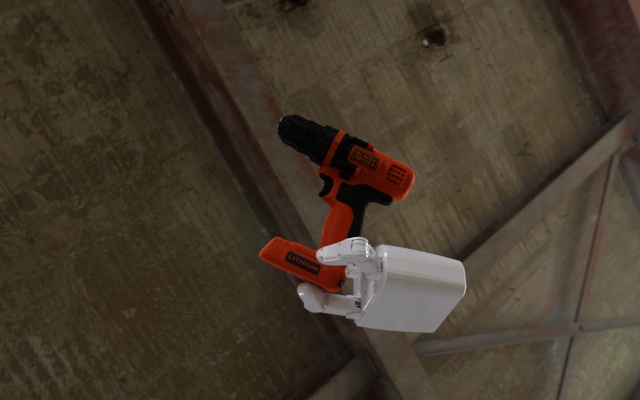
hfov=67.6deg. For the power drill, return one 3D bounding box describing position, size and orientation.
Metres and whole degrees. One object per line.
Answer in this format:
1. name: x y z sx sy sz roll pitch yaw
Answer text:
1. power drill: 0.000 0.002 0.583 0.184 0.187 0.057 26 -10 5
